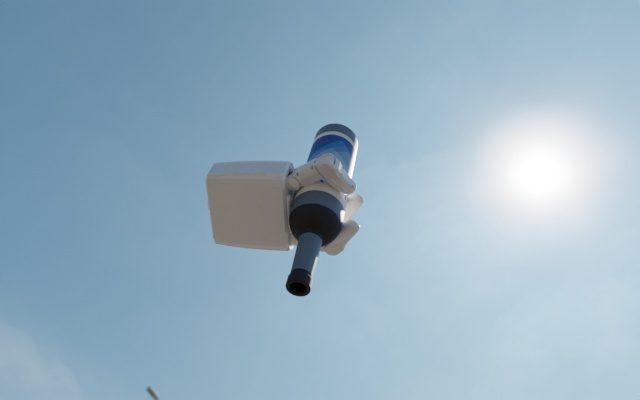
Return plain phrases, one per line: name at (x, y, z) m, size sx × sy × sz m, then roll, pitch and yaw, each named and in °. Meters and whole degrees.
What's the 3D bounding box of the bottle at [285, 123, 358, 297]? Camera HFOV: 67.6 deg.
bottle at (0.000, 0.002, 0.616) m, size 0.069 × 0.069 × 0.295 m, roll 0°, pitch 38°, yaw 12°
